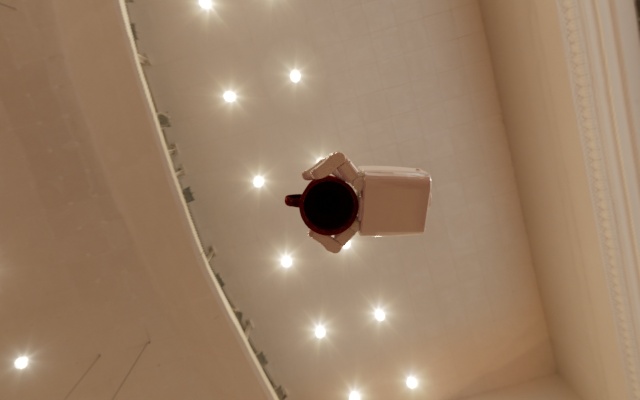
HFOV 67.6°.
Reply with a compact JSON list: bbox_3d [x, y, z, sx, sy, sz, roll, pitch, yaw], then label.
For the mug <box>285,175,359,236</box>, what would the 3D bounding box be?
[{"bbox_3d":[-0.001,0.003,0.781,0.117,0.093,0.081,1,10,-2],"label":"mug"}]
